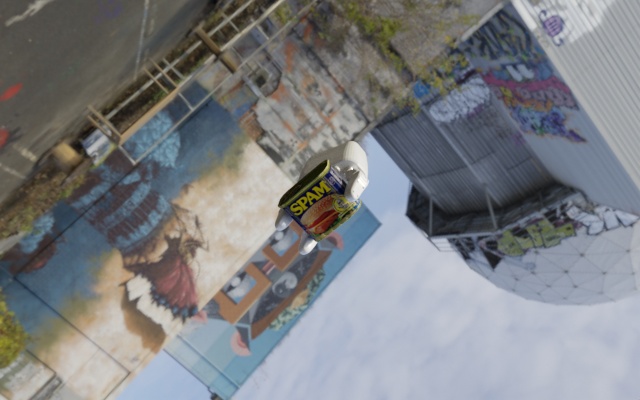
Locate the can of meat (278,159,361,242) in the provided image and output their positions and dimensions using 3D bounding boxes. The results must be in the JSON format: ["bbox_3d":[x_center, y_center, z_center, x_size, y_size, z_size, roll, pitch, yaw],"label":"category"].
[{"bbox_3d":[0.000,0.003,0.735,0.102,0.084,0.057,-38,16,16],"label":"can of meat"}]
